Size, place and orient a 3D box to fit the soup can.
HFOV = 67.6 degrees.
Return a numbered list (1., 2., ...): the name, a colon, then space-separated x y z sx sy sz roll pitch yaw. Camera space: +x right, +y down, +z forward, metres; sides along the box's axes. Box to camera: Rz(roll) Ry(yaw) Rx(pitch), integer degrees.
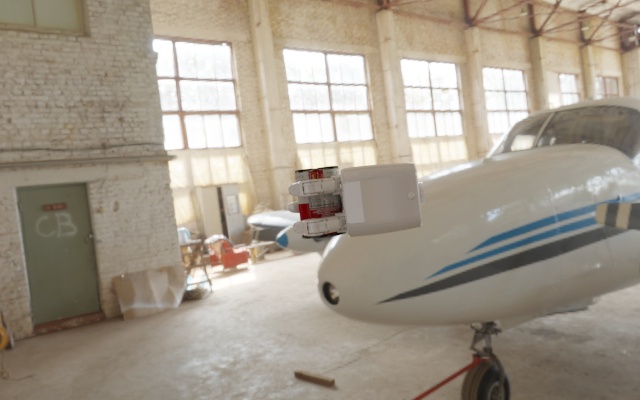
1. soup can: 0.000 0.002 0.715 0.068 0.102 0.068 -7 2 0
